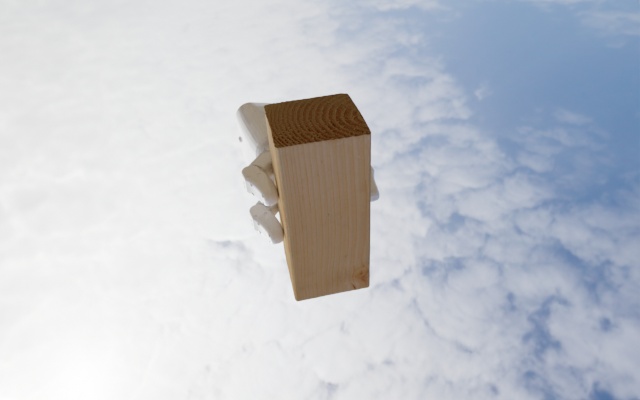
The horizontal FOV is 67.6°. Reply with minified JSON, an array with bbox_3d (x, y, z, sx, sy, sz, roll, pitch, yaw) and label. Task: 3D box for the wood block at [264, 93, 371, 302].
[{"bbox_3d":[0.000,0.002,0.519,0.091,0.206,0.090,-10,39,-8],"label":"wood block"}]
